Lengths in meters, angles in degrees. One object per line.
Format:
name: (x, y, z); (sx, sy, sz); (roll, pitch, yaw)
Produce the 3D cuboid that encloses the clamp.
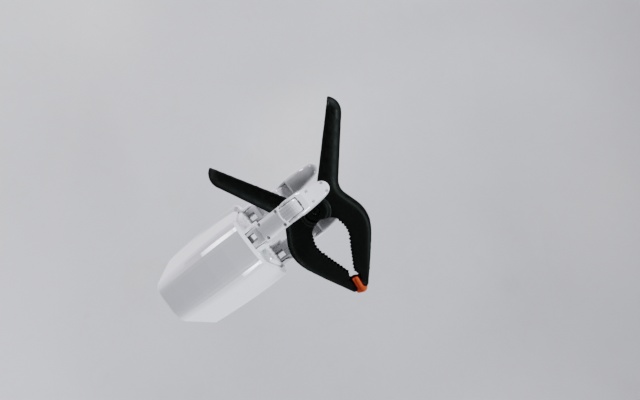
clamp: (0.000, 0.002, 0.523); (0.164, 0.210, 0.036); (-38, -2, 2)
